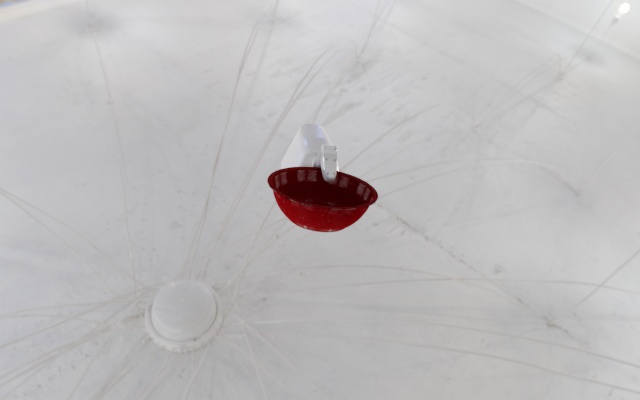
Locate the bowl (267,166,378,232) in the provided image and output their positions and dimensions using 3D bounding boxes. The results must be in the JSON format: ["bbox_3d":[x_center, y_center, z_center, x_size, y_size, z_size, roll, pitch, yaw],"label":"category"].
[{"bbox_3d":[0.000,0.003,0.698,0.162,0.055,0.162,8,21,-3],"label":"bowl"}]
